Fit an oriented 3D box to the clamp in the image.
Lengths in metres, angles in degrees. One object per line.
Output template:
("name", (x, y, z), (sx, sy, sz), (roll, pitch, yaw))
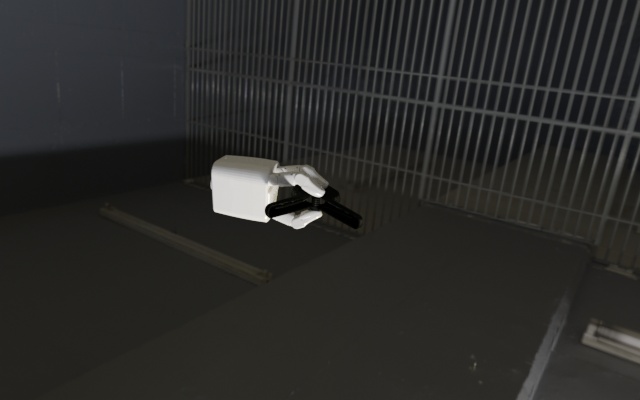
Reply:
("clamp", (0.000, 0.003, 0.876), (0.164, 0.036, 0.210), (11, 18, 5))
